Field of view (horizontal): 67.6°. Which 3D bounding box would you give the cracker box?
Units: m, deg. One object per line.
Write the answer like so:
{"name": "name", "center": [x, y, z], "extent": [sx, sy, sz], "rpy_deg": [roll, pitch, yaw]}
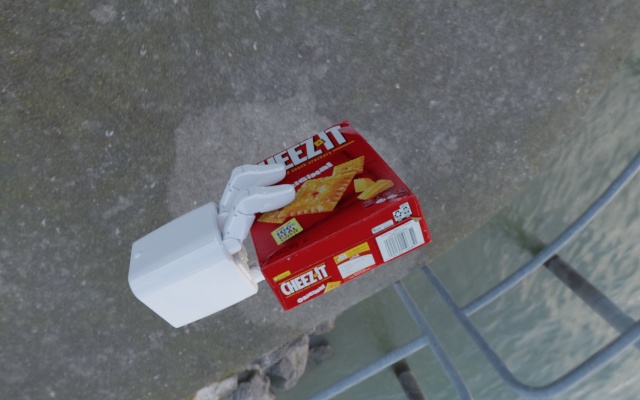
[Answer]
{"name": "cracker box", "center": [0.000, 0.002, 0.541], "extent": [0.164, 0.072, 0.213], "rpy_deg": [-25, 33, -2]}
